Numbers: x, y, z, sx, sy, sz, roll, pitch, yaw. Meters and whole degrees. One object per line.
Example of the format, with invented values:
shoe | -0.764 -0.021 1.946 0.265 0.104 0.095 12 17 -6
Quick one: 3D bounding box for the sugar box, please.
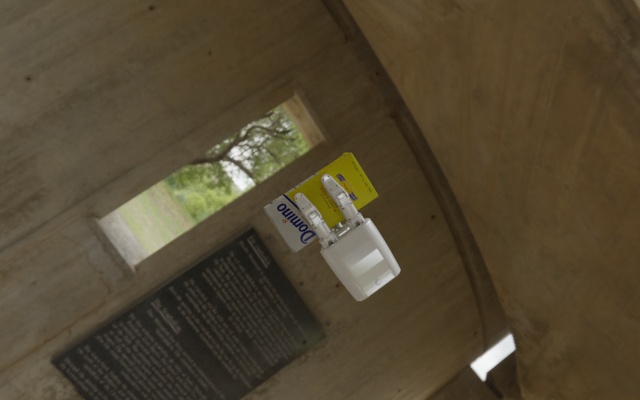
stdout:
sugar box | 0.000 0.003 0.819 0.176 0.093 0.048 -35 9 -8
